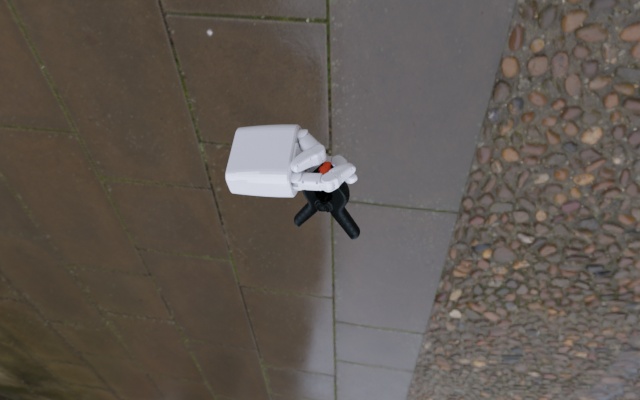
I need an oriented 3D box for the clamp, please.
[{"bbox_3d":[0.000,0.003,0.803,0.120,0.039,0.172,2,-43,14],"label":"clamp"}]
